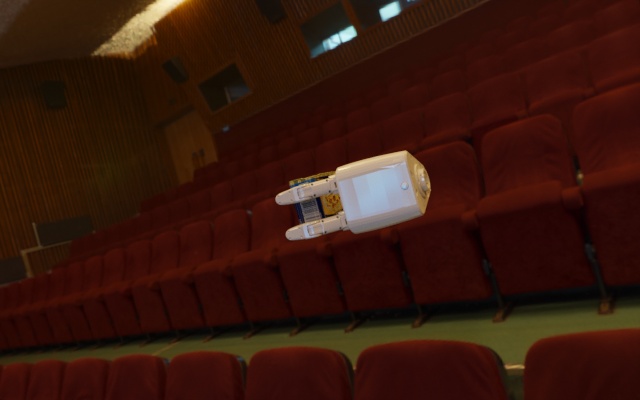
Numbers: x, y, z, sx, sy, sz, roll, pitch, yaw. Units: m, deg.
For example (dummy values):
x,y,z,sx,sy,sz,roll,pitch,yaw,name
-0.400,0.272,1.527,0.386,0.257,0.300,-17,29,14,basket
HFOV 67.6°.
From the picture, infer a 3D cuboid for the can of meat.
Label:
x,y,z,sx,sy,sz,roll,pitch,yaw,name
0.000,0.002,0.750,0.057,0.084,0.102,-15,0,28,can of meat
